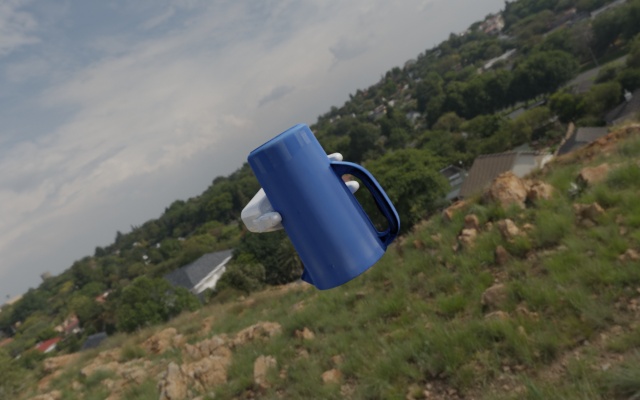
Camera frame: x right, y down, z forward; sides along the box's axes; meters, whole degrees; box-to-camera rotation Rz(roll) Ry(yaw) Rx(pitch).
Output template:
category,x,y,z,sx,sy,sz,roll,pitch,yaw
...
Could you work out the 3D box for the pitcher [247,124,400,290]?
category,x,y,z,sx,sy,sz,roll,pitch,yaw
pitcher,0.000,0.003,0.747,0.149,0.243,0.145,-35,9,-27
